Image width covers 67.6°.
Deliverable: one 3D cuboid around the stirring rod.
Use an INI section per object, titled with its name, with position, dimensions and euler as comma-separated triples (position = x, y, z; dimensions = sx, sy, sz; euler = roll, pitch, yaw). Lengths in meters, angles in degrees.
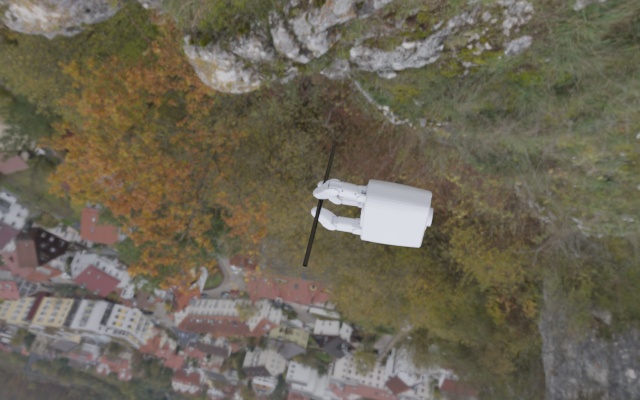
[stirring rod]
position = 0.000, 0.003, 0.831
dimensions = 0.011, 0.239, 0.011
euler = 11, -28, 6
